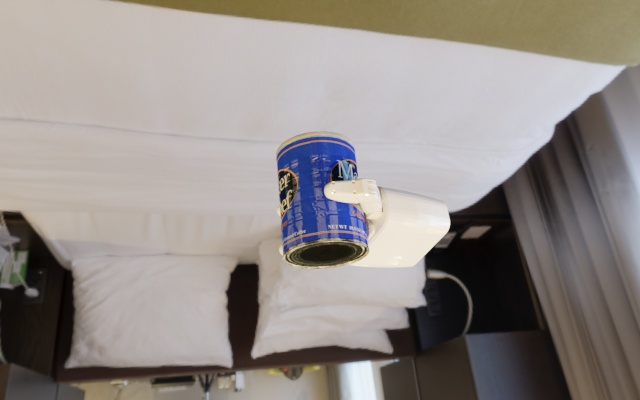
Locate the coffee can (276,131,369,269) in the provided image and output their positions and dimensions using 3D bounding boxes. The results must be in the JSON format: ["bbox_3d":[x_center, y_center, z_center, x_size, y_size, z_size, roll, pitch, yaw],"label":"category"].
[{"bbox_3d":[0.000,0.002,0.585,0.103,0.140,0.103,-5,-24,-2],"label":"coffee can"}]
